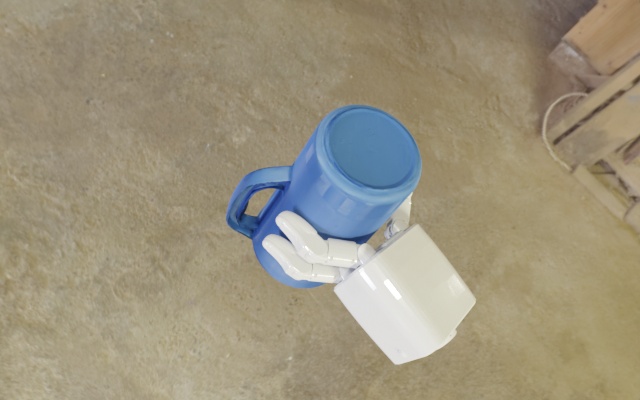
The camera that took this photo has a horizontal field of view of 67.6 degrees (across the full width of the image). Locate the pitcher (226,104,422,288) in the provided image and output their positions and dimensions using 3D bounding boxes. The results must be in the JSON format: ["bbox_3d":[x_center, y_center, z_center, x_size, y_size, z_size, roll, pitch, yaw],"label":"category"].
[{"bbox_3d":[0.000,0.002,0.534,0.149,0.145,0.243,-32,-12,-30],"label":"pitcher"}]
